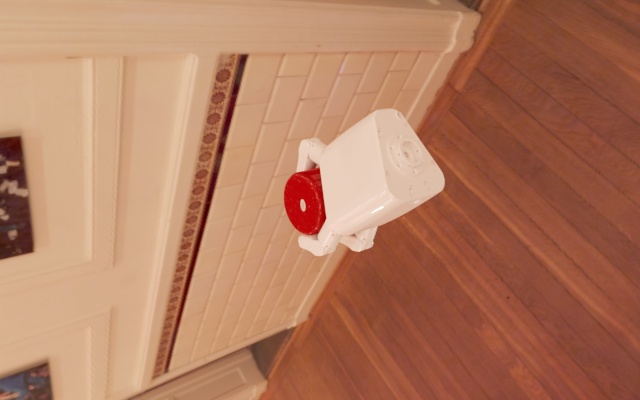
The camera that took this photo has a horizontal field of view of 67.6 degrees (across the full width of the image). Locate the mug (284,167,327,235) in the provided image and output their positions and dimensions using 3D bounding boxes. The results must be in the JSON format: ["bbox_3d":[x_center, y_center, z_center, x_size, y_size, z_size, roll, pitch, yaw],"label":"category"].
[{"bbox_3d":[-0.001,0.003,0.630,0.081,0.093,0.117,-14,-14,-37],"label":"mug"}]
